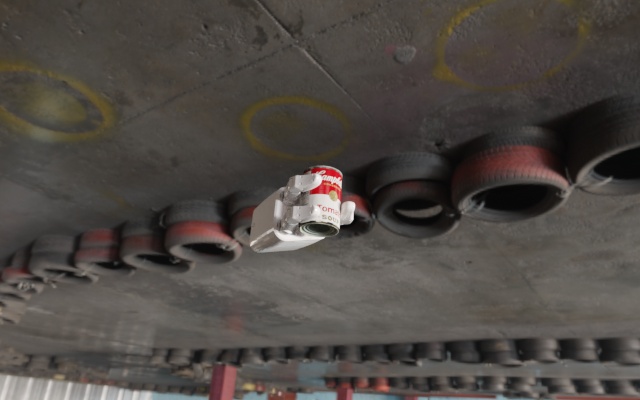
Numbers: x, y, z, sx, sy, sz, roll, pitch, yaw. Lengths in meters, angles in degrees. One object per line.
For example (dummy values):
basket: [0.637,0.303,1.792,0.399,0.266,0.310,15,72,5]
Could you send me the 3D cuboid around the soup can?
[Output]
soup can: [0.000,0.003,0.793,0.068,0.102,0.068,3,-25,1]
